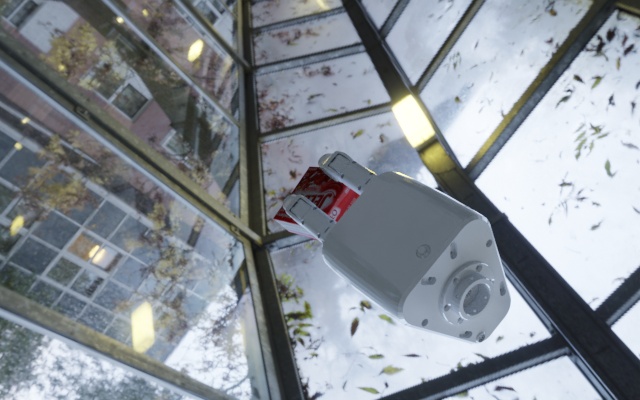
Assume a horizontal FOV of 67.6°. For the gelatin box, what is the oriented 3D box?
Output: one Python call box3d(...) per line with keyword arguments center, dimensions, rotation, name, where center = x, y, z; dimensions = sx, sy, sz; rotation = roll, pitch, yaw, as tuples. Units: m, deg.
box3d(center=(0.000, 0.002, 0.492), dimensions=(0.030, 0.073, 0.089), rotation=(43, -18, -29), name="gelatin box")
